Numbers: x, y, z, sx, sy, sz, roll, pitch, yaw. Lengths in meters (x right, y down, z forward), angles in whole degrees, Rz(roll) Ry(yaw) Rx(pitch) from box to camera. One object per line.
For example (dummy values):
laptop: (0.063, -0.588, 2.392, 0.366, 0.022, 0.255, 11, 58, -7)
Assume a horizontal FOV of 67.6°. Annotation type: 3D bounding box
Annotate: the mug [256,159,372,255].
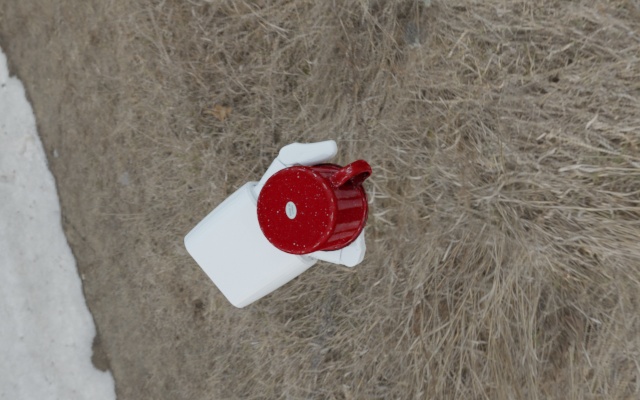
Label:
mug: (0.001, 0.001, 0.459, 0.117, 0.093, 0.081, -37, -12, 19)
